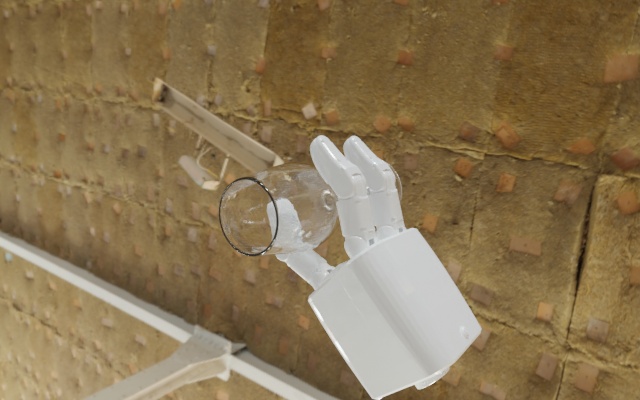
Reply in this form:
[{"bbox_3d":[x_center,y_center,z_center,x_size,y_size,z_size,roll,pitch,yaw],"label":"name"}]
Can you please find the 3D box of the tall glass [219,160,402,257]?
[{"bbox_3d":[0.000,0.001,0.446,0.079,0.079,0.201,0,6,35],"label":"tall glass"}]
